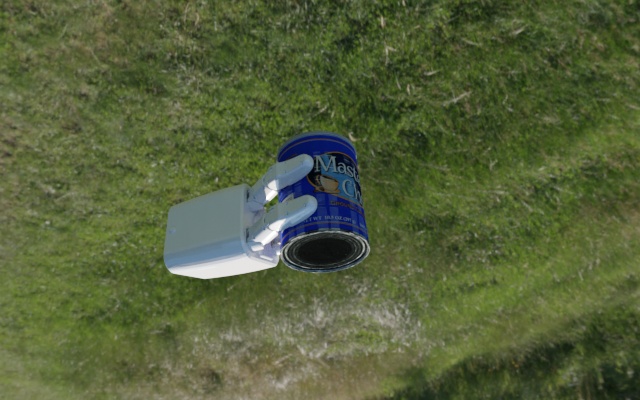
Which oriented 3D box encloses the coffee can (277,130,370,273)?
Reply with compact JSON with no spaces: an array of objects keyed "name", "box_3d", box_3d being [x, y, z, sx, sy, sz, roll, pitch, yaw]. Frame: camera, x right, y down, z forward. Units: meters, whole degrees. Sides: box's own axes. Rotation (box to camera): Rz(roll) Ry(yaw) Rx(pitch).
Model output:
[{"name":"coffee can","box_3d":[0.000,0.002,0.576,0.103,0.140,0.103,-4,-33,-2]}]
